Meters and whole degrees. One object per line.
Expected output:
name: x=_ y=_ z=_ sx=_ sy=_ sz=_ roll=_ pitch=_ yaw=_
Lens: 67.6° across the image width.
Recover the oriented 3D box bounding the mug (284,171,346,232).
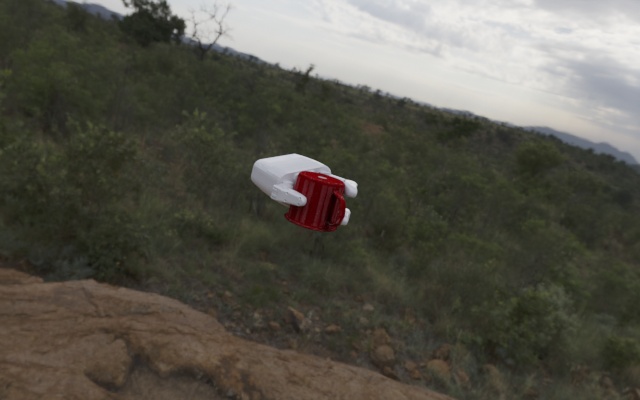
mug: x=0.001 y=0.003 z=0.794 sx=0.093 sy=0.081 sz=0.117 roll=6 pitch=15 yaw=-38
